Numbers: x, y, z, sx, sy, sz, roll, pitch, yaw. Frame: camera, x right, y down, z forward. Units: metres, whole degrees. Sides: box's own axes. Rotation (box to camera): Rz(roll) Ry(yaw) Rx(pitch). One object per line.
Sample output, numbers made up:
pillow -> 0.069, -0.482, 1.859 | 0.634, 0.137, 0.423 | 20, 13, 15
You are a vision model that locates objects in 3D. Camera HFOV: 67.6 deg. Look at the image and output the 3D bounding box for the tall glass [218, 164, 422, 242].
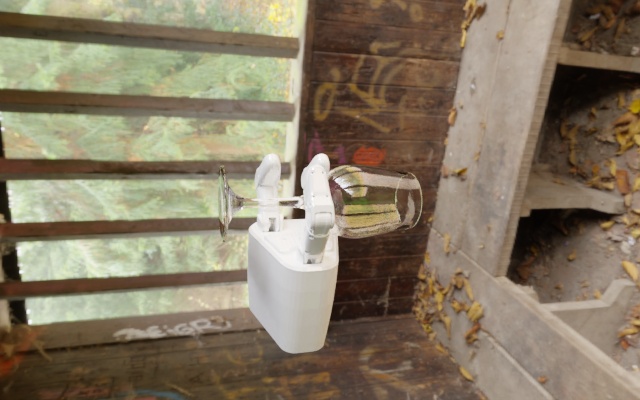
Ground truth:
tall glass -> -0.001, 0.001, 0.488 | 0.201, 0.079, 0.079 | -1, 0, -17
